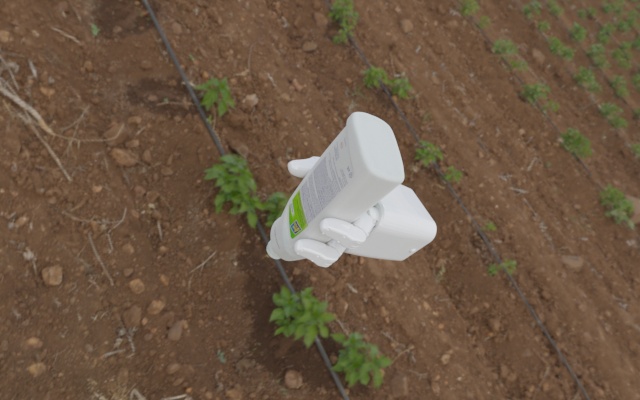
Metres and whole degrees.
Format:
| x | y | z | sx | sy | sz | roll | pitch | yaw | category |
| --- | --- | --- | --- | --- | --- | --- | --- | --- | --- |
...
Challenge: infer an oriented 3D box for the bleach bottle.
| x | y | z | sx | sy | sz | roll | pitch | yaw | category |
| --- | --- | --- | --- | --- | --- | --- | --- | --- | --- |
| 0.000 | 0.002 | 0.630 | 0.068 | 0.102 | 0.251 | 14 | -39 | -32 | bleach bottle |
